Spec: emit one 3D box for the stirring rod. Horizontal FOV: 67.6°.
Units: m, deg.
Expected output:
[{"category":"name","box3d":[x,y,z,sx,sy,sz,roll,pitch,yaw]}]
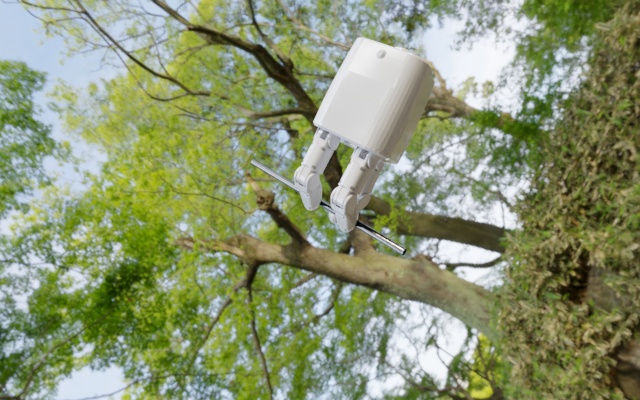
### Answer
[{"category":"stirring rod","box3d":[0.000,0.002,0.565,0.239,0.011,0.011,31,17,31]}]
